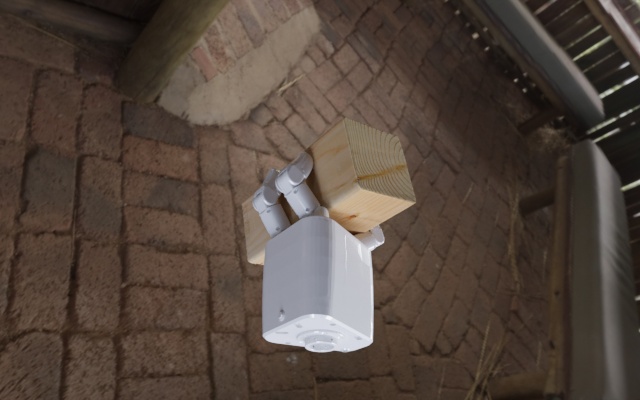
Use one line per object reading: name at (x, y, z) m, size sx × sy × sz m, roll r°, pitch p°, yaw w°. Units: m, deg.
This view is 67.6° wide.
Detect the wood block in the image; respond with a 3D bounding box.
wood block at (0.000, 0.002, 0.575) m, size 0.091 × 0.090 × 0.206 m, roll 13°, pitch -34°, yaw -39°
